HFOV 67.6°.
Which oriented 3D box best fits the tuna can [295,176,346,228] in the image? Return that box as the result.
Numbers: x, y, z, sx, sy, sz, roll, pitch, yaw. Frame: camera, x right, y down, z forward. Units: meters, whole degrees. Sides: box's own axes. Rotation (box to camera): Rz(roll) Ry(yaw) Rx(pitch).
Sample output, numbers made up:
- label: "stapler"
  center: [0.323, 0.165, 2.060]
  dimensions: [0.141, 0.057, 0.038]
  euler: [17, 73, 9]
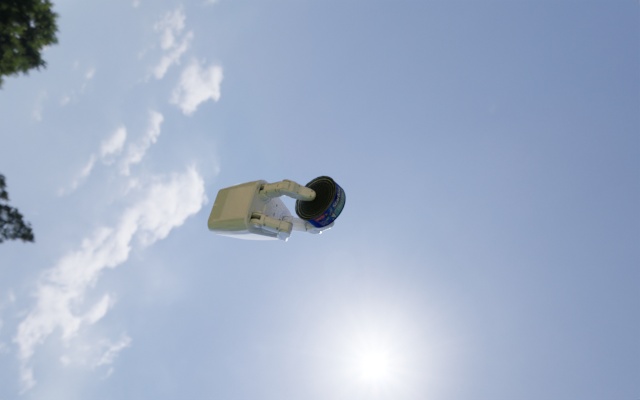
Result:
- label: "tuna can"
  center: [0.001, 0.003, 0.805]
  dimensions: [0.086, 0.086, 0.034]
  euler: [0, -30, 44]
